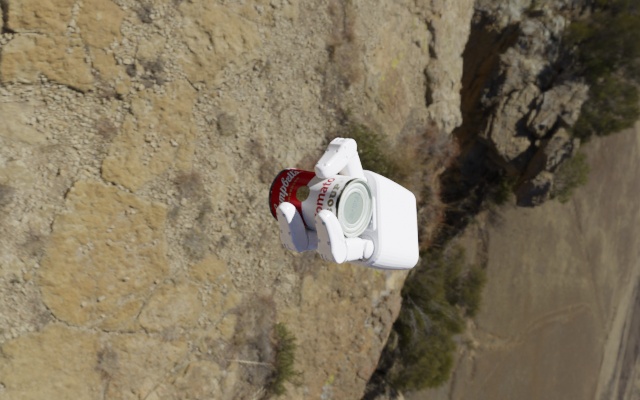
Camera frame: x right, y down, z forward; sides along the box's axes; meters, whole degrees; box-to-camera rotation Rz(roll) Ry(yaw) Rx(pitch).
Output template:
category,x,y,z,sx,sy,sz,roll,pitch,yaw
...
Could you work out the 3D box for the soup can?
category,x,y,z,sx,sy,sz,roll,pitch,yaw
soup can,0.000,0.002,0.542,0.102,0.068,0.068,11,7,39
